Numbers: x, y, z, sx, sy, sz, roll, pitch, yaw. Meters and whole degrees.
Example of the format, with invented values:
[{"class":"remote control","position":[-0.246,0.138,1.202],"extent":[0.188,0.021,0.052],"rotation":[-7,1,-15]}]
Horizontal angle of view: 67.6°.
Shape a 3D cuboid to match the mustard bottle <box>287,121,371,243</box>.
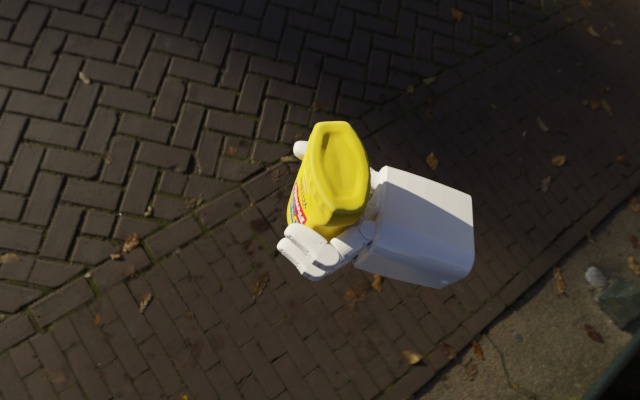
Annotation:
[{"class":"mustard bottle","position":[0.000,0.002,0.515],"extent":[0.058,0.096,0.192],"rotation":[-6,-20,-14]}]
